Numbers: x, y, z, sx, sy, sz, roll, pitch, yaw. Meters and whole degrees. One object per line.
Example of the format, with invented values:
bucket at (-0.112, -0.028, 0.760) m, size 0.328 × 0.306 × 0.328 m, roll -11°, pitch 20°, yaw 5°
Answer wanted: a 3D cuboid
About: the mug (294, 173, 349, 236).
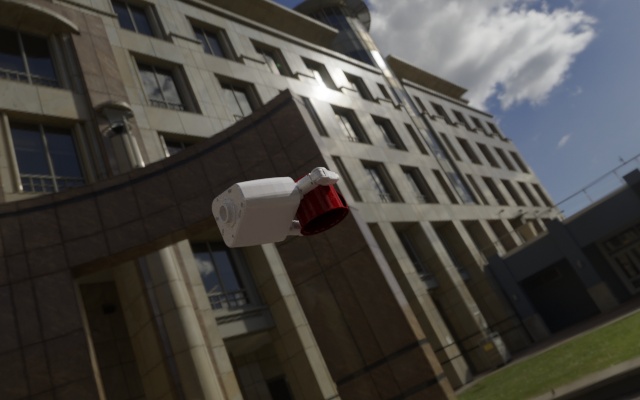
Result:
mug at (0.001, 0.002, 0.850) m, size 0.117 × 0.081 × 0.093 m, roll -7°, pitch -29°, yaw -41°
